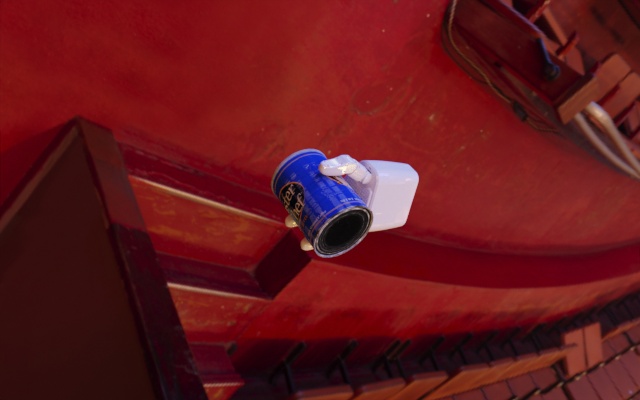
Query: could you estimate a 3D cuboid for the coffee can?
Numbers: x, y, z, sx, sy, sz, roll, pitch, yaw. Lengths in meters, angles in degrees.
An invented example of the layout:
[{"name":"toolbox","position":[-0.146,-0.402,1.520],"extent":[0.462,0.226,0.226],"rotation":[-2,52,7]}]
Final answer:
[{"name":"coffee can","position":[0.000,0.002,0.733],"extent":[0.103,0.103,0.140],"rotation":[0,40,-40]}]
